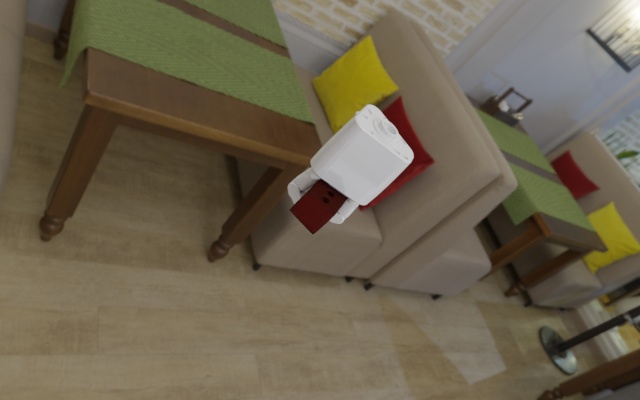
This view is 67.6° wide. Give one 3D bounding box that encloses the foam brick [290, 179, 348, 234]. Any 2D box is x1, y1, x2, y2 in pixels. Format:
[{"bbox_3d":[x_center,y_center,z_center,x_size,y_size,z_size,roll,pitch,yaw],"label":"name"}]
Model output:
[{"bbox_3d":[0.000,0.003,0.723,0.051,0.053,0.078,-43,4,34],"label":"foam brick"}]
